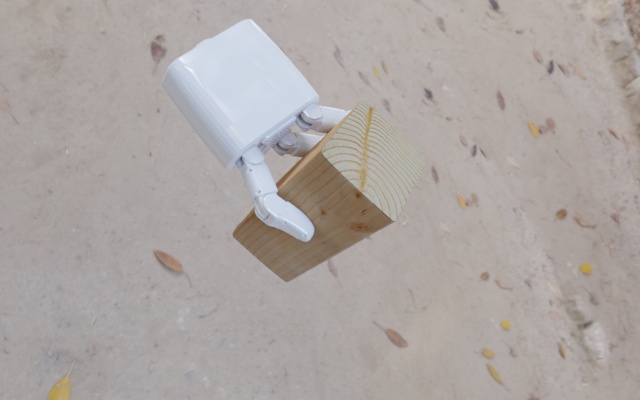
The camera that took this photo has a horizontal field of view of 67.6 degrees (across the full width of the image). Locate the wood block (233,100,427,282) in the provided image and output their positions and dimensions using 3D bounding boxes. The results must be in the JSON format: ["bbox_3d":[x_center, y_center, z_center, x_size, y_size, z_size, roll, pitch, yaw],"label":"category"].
[{"bbox_3d":[0.000,0.002,0.504,0.206,0.090,0.090,-38,13,51],"label":"wood block"}]
